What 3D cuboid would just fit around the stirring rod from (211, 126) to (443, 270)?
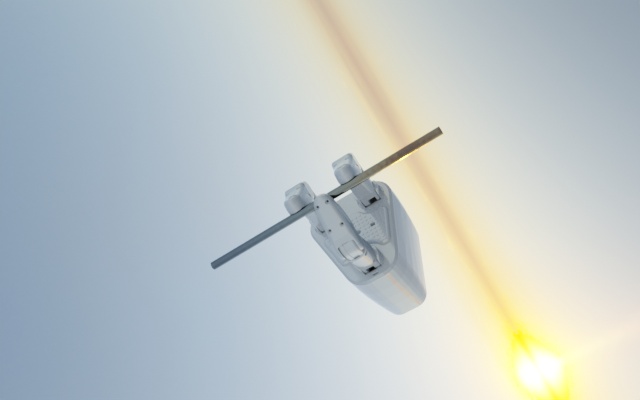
[{"bbox_3d":[0.000,0.001,0.425,0.239,0.011,0.011,-31,-7,12],"label":"stirring rod"}]
